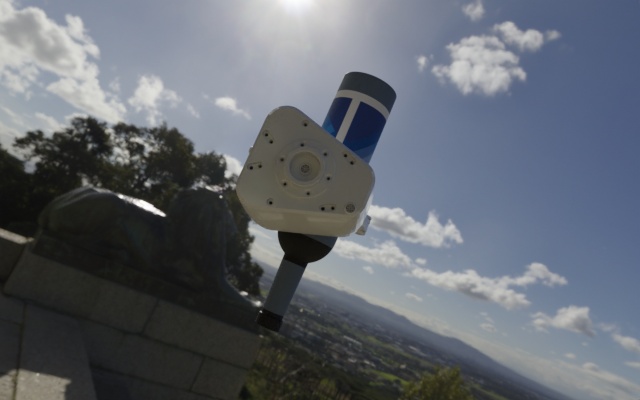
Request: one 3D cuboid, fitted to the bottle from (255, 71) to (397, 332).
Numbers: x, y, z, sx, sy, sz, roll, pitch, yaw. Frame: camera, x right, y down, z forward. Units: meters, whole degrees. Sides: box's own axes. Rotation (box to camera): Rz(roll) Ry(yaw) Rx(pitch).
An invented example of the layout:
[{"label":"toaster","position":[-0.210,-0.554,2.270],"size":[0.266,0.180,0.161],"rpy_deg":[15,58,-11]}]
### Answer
[{"label":"bottle","position":[0.000,0.002,0.532],"size":[0.069,0.295,0.069],"rpy_deg":[23,-9,4]}]
